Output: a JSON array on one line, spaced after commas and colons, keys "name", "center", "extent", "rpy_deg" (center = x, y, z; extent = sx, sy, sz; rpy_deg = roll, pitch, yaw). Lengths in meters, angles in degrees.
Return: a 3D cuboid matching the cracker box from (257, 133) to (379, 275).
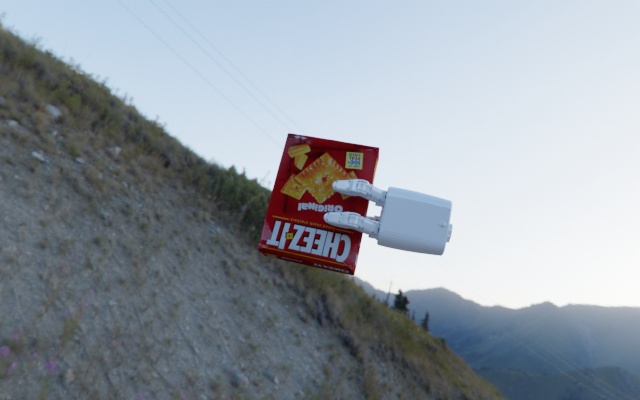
[{"name": "cracker box", "center": [0.000, 0.003, 0.811], "extent": [0.164, 0.213, 0.072], "rpy_deg": [11, -14, 9]}]
